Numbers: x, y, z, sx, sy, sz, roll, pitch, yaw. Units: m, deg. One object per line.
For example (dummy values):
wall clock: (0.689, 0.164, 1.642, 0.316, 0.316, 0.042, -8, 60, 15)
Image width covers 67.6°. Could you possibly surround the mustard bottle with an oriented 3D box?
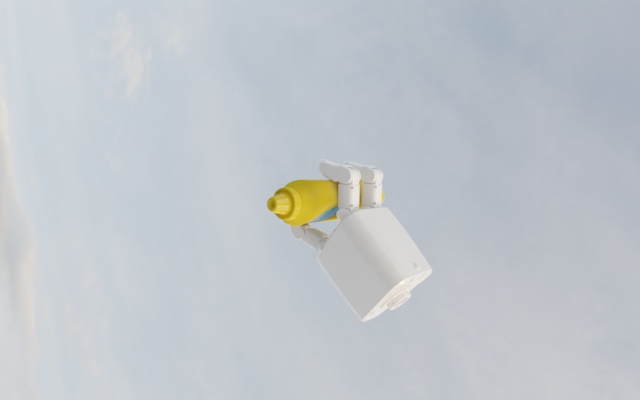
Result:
mustard bottle: (0.000, 0.002, 0.650, 0.096, 0.058, 0.191, -21, -10, 37)
